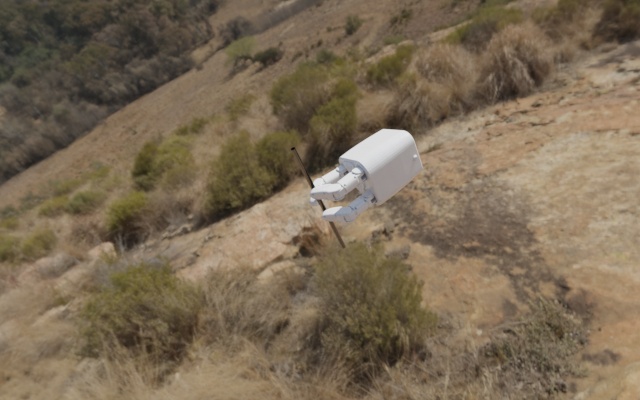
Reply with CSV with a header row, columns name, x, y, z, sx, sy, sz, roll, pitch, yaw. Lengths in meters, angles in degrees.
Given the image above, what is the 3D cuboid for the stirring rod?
name,x,y,z,sx,sy,sz,roll,pitch,yaw
stirring rod,0.000,0.003,0.839,0.011,0.240,0.011,-17,38,14
